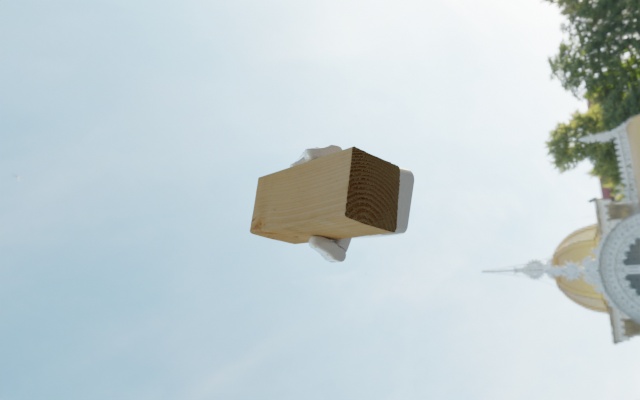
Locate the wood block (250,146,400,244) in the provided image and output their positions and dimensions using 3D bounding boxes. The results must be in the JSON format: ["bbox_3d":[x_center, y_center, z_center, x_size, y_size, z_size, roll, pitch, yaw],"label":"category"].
[{"bbox_3d":[0.000,0.003,0.657,0.090,0.090,0.206,18,-20,-37],"label":"wood block"}]
